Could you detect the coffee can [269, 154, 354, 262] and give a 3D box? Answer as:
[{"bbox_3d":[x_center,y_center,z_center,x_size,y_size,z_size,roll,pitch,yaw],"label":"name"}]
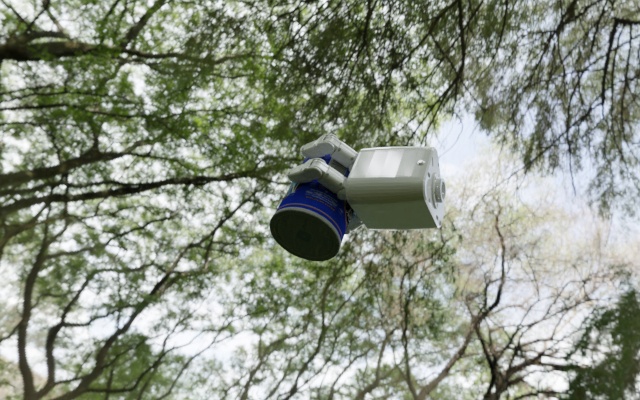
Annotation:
[{"bbox_3d":[0.000,0.002,0.693,0.103,0.103,0.140,0,43,27],"label":"coffee can"}]
